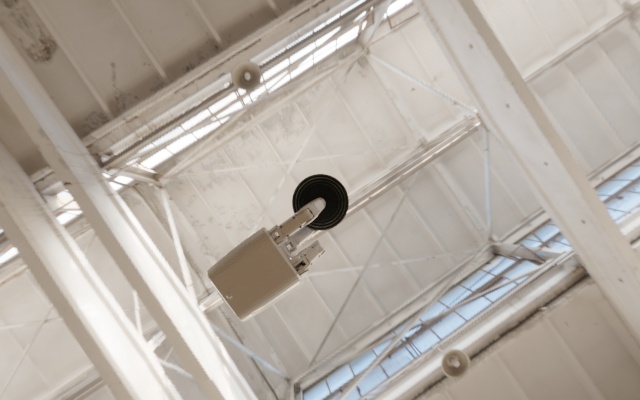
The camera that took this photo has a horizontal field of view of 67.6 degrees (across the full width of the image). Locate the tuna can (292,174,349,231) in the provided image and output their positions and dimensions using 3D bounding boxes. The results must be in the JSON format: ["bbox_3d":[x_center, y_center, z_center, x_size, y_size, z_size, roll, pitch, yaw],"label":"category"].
[{"bbox_3d":[0.000,0.002,0.733,0.086,0.086,0.034,0,2,1],"label":"tuna can"}]
